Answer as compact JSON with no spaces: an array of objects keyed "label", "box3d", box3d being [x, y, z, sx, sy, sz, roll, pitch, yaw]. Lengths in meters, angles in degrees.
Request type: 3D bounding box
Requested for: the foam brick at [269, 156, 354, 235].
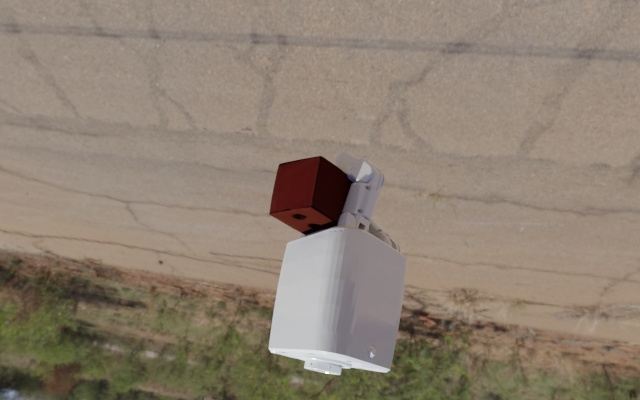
[{"label":"foam brick","box3d":[0.000,0.001,0.443,0.053,0.051,0.078,-9,-30,40]}]
